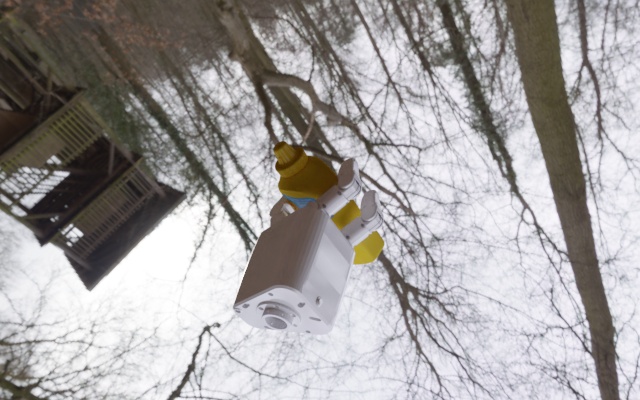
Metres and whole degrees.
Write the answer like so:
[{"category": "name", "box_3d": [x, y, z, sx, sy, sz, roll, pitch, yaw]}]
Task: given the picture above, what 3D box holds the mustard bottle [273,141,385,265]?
[{"category": "mustard bottle", "box_3d": [0.000, 0.002, 0.602, 0.096, 0.058, 0.192, 9, -35, 49]}]
